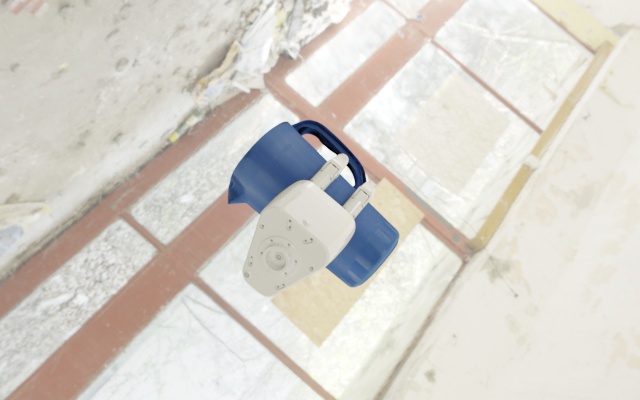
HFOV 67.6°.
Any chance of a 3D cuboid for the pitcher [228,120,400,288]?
[{"bbox_3d":[0.000,0.002,0.699,0.243,0.149,0.145,42,22,3],"label":"pitcher"}]
